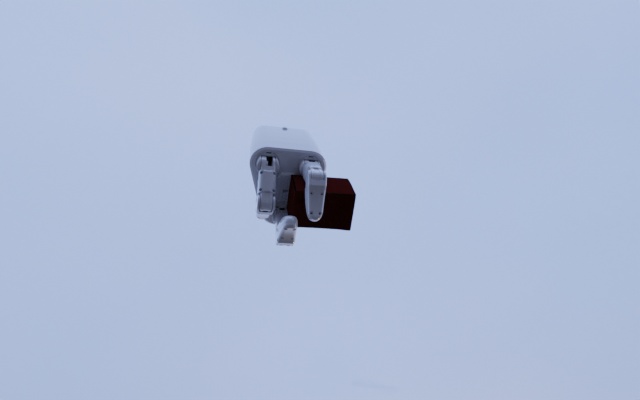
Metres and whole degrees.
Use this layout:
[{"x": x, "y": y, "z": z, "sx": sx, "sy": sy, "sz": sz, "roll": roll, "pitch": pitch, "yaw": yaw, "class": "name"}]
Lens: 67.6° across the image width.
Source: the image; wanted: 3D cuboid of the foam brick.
[{"x": 0.000, "y": 0.002, "z": 0.606, "sx": 0.078, "sy": 0.053, "sz": 0.051, "roll": 5, "pitch": 25, "yaw": -11, "class": "foam brick"}]
